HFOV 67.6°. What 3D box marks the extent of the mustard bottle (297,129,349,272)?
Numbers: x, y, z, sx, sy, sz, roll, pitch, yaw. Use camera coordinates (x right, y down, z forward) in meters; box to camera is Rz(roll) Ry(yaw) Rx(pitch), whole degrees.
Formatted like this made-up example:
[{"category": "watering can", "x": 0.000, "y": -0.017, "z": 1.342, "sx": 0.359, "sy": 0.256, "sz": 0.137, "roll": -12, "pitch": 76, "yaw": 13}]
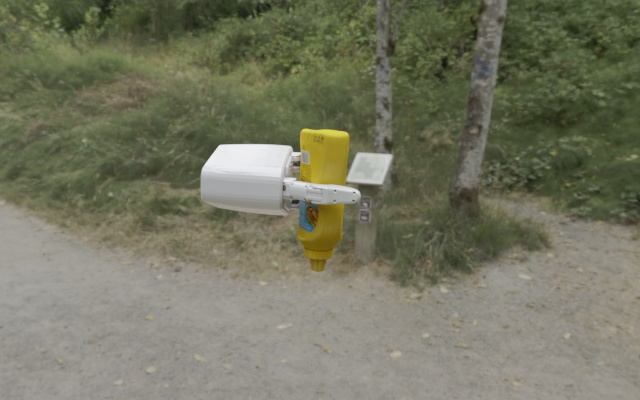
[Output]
[{"category": "mustard bottle", "x": 0.000, "y": 0.002, "z": 0.642, "sx": 0.058, "sy": 0.192, "sz": 0.096, "roll": -1, "pitch": 11, "yaw": -21}]
